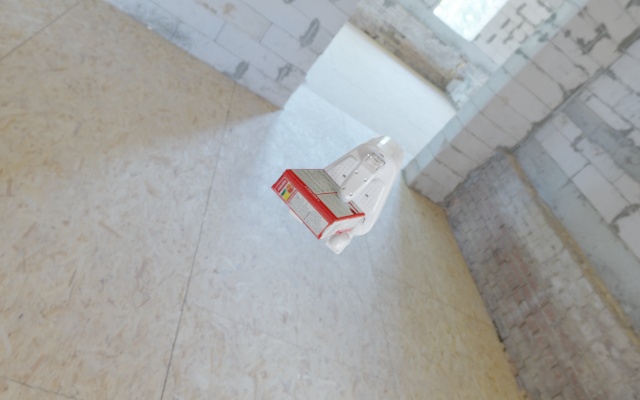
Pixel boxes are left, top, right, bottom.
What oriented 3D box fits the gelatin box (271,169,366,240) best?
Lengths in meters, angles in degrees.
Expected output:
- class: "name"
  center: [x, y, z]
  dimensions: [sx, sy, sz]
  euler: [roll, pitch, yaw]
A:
- class: "gelatin box"
  center: [0.000, 0.001, 0.496]
  dimensions: [0.073, 0.030, 0.089]
  euler: [47, 19, 15]
